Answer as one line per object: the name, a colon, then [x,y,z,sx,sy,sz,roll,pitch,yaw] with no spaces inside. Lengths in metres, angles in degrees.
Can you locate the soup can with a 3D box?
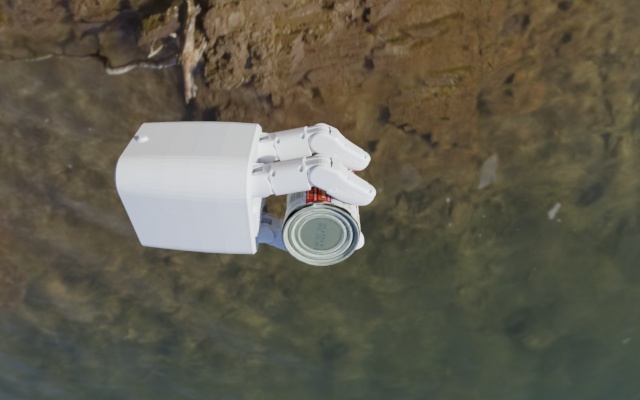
soup can: [0.001,0.002,0.437,0.068,0.069,0.102,0,35,0]
